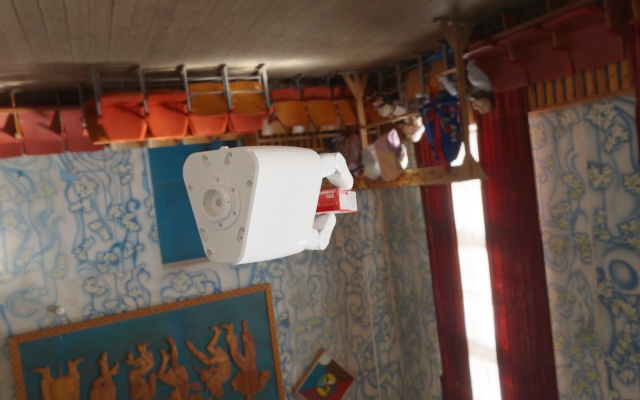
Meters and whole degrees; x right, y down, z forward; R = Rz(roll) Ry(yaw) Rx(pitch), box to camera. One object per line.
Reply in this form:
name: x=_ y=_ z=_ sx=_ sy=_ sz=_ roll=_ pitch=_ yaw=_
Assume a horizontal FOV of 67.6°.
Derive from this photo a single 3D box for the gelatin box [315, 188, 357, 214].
gelatin box: x=0.000 y=0.002 z=0.604 sx=0.073 sy=0.030 sz=0.089 roll=-5 pitch=-3 yaw=18
